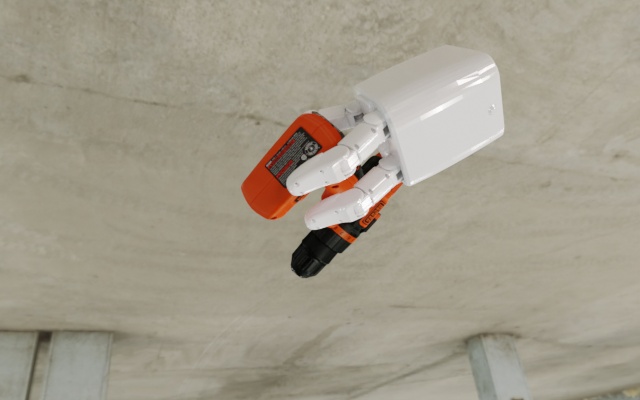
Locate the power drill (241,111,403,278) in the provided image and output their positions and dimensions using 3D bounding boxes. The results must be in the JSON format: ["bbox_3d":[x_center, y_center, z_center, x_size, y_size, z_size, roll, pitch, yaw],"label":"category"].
[{"bbox_3d":[0.000,0.001,0.508,0.057,0.184,0.188,43,7,29],"label":"power drill"}]
